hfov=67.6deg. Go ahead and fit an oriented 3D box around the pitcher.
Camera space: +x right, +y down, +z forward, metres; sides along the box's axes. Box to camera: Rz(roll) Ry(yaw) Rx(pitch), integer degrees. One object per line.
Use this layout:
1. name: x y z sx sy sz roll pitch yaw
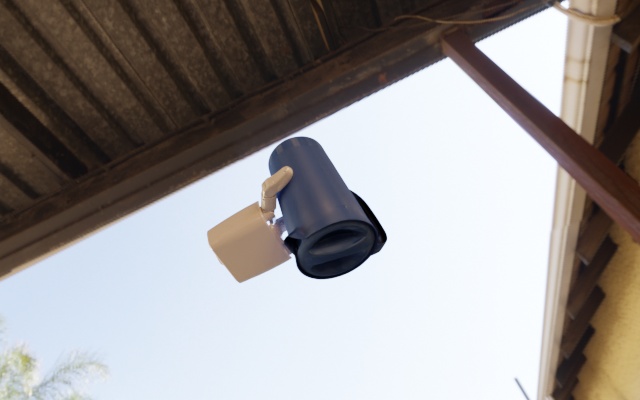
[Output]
1. pitcher: 0.000 0.003 0.804 0.145 0.242 0.149 -28 -43 4
